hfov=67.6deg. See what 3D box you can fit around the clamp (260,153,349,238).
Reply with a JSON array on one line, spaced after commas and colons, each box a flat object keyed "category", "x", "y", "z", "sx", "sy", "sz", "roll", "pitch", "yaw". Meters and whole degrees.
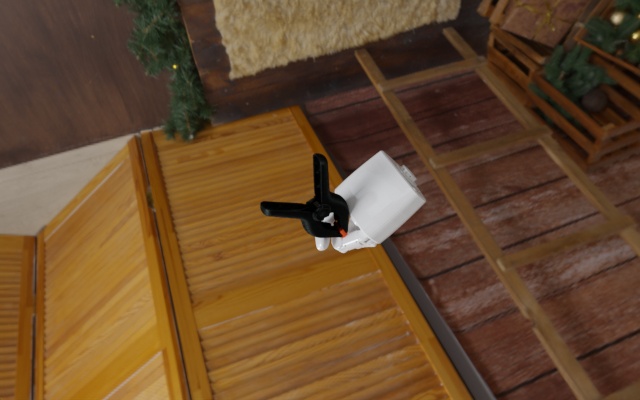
[{"category": "clamp", "x": 0.000, "y": 0.003, "z": 0.735, "sx": 0.171, "sy": 0.120, "sz": 0.039, "roll": 32, "pitch": 20, "yaw": -47}]
